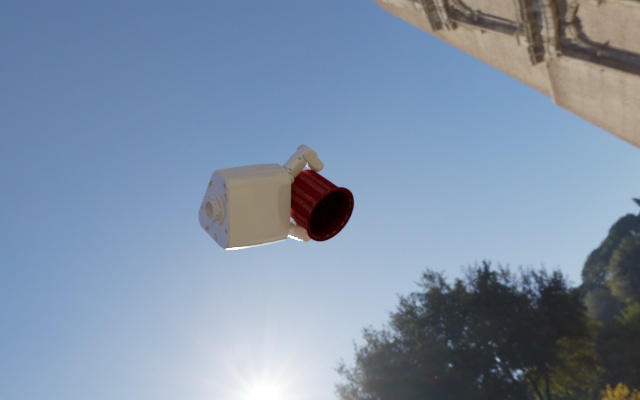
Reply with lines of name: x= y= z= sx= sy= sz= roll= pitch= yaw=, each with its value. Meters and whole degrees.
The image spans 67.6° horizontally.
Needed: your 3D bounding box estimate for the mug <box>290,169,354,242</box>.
mug: x=0.001 y=0.002 z=0.746 sx=0.117 sy=0.093 sz=0.081 roll=-7 pitch=32 yaw=-42
